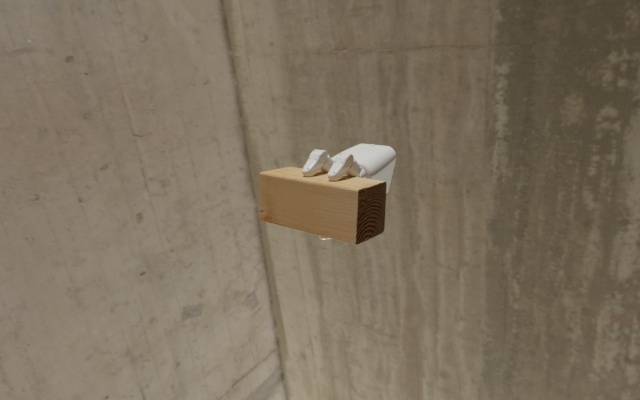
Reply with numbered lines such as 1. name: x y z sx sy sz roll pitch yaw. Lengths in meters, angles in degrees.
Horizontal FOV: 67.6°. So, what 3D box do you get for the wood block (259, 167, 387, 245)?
1. wood block: 0.000 0.003 0.820 0.206 0.091 0.090 11 17 36
